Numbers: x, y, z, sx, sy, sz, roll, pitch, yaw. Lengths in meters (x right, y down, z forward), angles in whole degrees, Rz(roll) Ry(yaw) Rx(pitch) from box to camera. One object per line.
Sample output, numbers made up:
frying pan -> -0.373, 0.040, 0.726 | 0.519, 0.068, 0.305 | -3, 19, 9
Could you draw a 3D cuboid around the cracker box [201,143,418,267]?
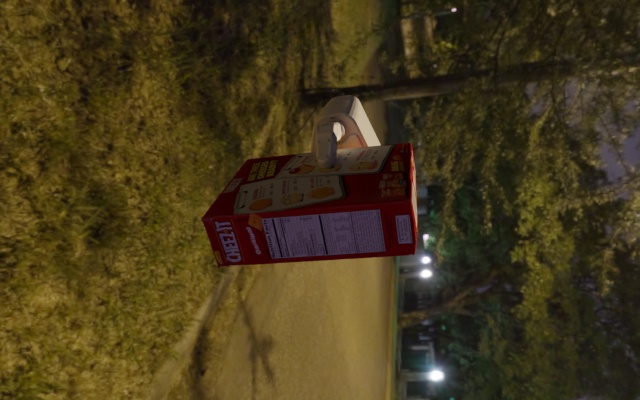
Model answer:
cracker box -> 0.000, 0.002, 0.542 | 0.214, 0.072, 0.164 | -5, 25, 13
